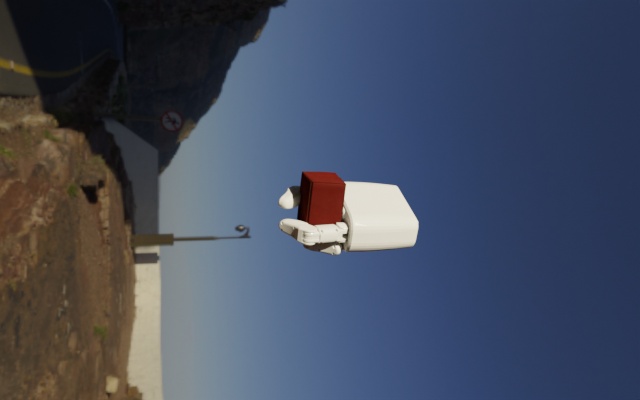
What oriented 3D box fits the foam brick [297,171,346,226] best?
[{"bbox_3d":[0.000,0.002,0.676,0.051,0.078,0.053,0,22,-17],"label":"foam brick"}]
